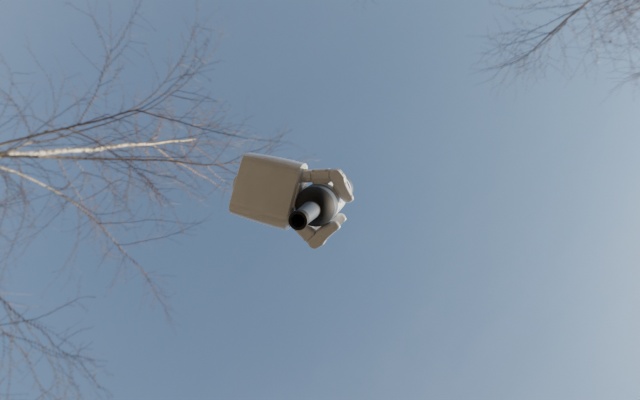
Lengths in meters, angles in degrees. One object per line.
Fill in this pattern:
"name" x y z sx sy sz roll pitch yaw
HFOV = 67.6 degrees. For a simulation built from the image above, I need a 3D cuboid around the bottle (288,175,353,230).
"bottle" 0.000 0.003 0.798 0.069 0.069 0.295 0 10 13
